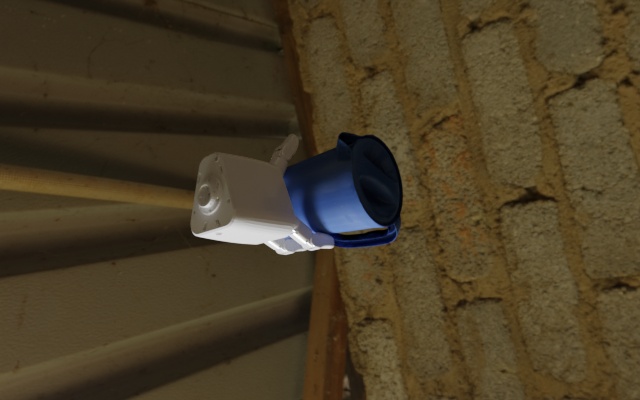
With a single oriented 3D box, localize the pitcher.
[{"bbox_3d":[0.000,0.002,0.744,0.243,0.149,0.145,-15,-15,38],"label":"pitcher"}]
